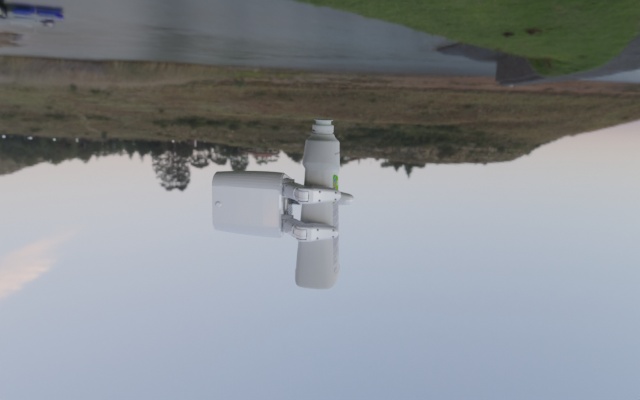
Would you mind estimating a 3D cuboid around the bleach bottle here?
[{"bbox_3d":[0.000,0.002,0.731,0.068,0.251,0.102,4,13,6],"label":"bleach bottle"}]
